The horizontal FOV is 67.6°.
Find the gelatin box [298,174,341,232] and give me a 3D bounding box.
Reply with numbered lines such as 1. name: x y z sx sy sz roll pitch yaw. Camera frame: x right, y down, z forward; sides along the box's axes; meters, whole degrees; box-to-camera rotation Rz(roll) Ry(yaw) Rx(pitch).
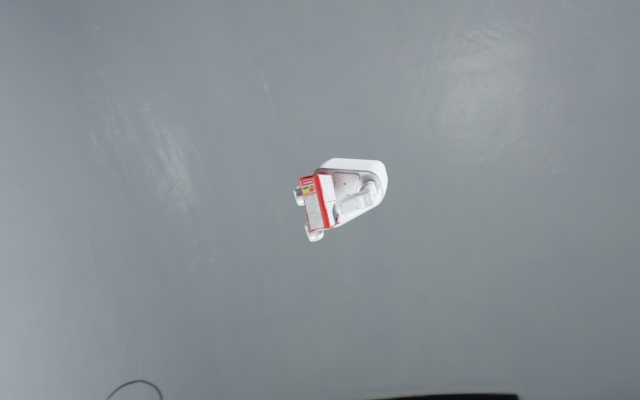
1. gelatin box: 0.000 0.002 0.656 0.030 0.073 0.089 -12 0 12
